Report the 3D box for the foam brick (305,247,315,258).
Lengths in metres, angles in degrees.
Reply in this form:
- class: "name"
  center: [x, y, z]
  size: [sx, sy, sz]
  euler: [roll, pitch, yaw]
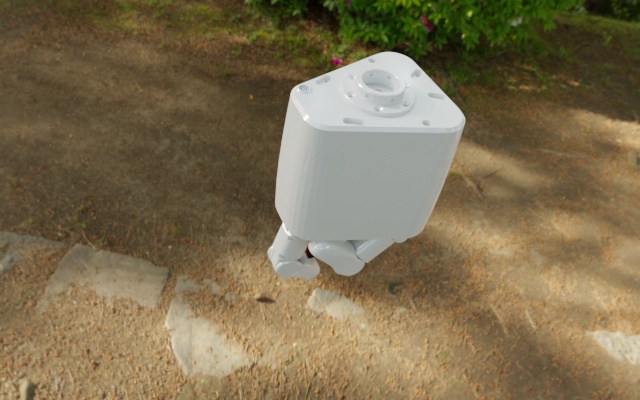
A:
- class: "foam brick"
  center: [0.000, 0.001, 0.423]
  size: [0.053, 0.078, 0.051]
  euler: [-15, -37, -20]
